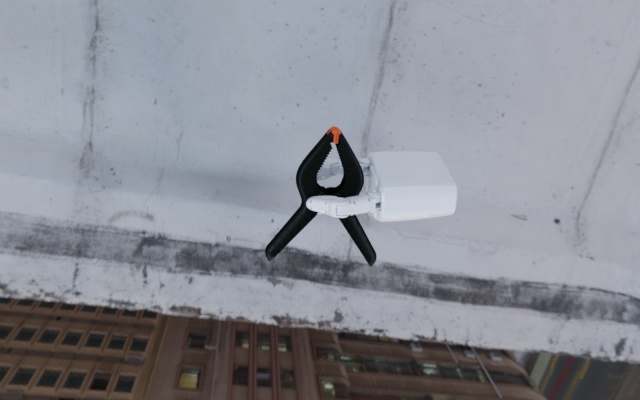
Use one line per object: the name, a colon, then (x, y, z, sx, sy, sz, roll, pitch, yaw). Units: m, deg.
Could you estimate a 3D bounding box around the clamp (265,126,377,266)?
clamp: (0.000, 0.002, 0.673, 0.164, 0.210, 0.036, -3, 21, -5)
